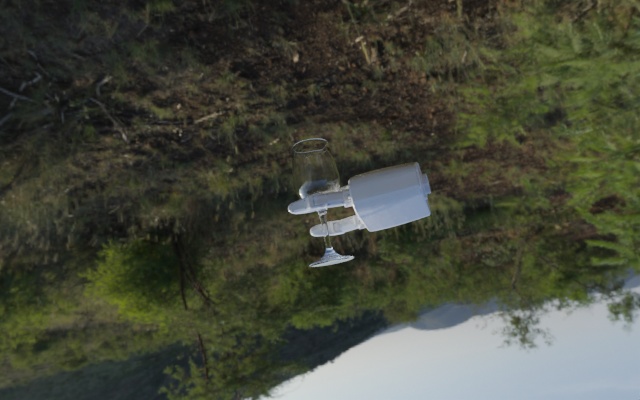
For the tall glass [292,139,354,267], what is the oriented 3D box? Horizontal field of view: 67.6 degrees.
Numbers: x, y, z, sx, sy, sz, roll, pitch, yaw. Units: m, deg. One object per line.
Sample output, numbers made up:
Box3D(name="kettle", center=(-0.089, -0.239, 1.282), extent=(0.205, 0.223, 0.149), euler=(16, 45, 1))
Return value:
Box3D(name="tall glass", center=(0.000, 0.003, 0.782), extent=(0.079, 0.201, 0.079), euler=(-10, -13, -2))
